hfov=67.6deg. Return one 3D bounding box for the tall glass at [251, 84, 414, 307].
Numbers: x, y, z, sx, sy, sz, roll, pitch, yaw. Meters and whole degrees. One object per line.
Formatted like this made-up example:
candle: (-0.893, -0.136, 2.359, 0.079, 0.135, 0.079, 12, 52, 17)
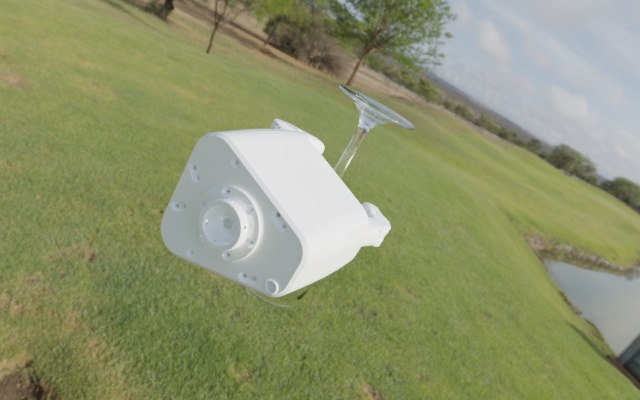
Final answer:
tall glass: (0.001, 0.001, 0.435, 0.079, 0.201, 0.079, 27, 19, -10)
